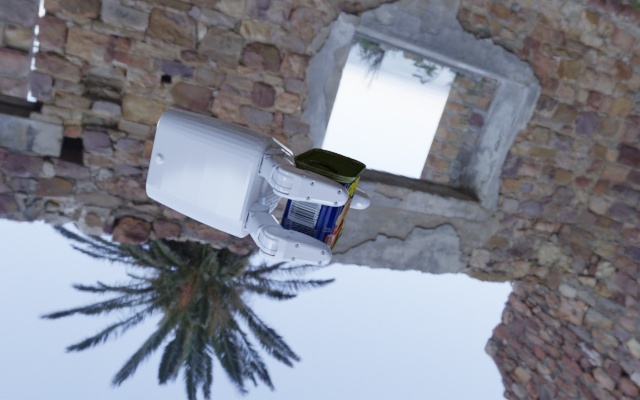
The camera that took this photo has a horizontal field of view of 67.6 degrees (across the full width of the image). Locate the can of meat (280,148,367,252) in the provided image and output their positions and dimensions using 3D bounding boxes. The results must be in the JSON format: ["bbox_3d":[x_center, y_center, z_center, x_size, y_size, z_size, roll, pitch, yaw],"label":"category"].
[{"bbox_3d":[0.000,0.002,0.456,0.057,0.084,0.102,19,16,8],"label":"can of meat"}]
